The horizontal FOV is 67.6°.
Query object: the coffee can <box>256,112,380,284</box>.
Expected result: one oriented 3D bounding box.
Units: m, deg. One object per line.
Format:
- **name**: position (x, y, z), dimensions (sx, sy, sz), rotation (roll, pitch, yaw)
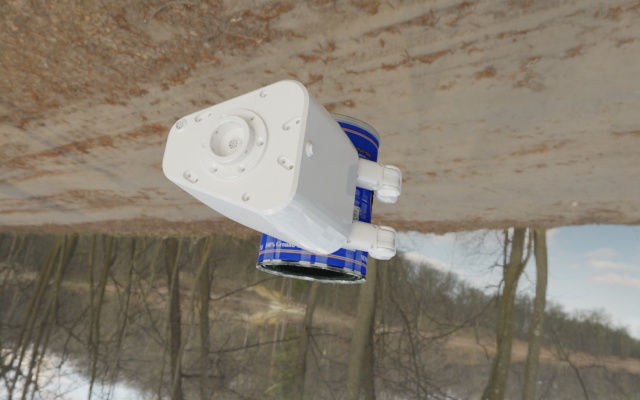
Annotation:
- **coffee can**: position (0.000, 0.001, 0.458), dimensions (0.103, 0.140, 0.103), rotation (7, -16, 2)
